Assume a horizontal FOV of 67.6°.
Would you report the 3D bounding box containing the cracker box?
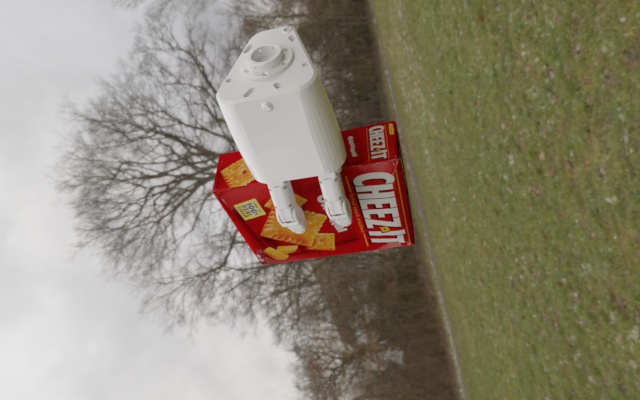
[{"bbox_3d":[0.000,0.002,0.591,0.214,0.072,0.164,-9,-41,12],"label":"cracker box"}]
